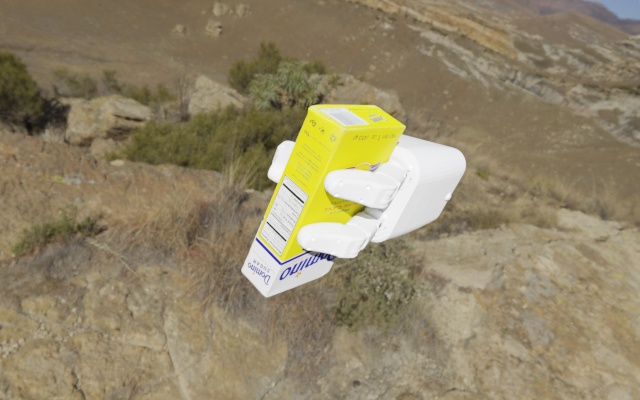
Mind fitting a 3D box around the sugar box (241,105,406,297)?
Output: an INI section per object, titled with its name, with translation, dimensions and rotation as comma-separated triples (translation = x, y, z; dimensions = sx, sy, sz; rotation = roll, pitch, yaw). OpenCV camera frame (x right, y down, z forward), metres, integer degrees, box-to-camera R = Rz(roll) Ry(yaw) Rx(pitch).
[sugar box]
translation = 0.001, 0.002, 0.428
dimensions = 0.048, 0.176, 0.093
rotation = 39, 31, 29
